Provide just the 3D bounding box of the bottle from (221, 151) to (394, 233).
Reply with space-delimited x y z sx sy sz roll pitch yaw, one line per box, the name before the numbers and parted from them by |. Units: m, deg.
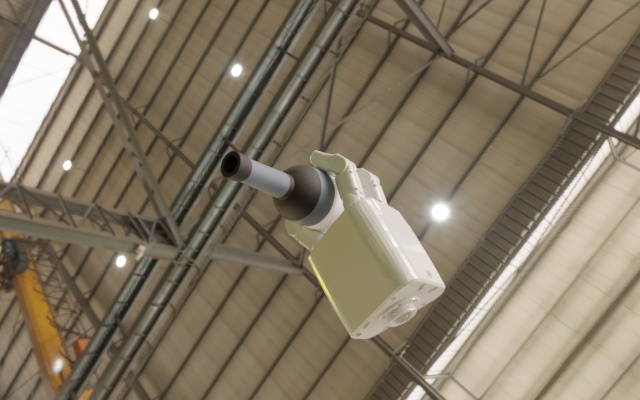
bottle | 0.000 0.002 0.567 0.069 0.069 0.296 0 -14 37
